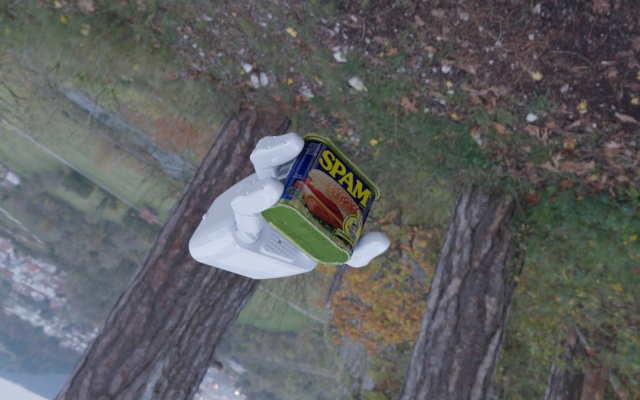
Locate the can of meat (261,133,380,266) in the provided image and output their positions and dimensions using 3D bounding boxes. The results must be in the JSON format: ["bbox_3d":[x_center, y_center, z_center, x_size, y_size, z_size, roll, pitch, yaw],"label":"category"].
[{"bbox_3d":[0.000,0.002,0.457,0.102,0.084,0.057,42,-36,-26],"label":"can of meat"}]
